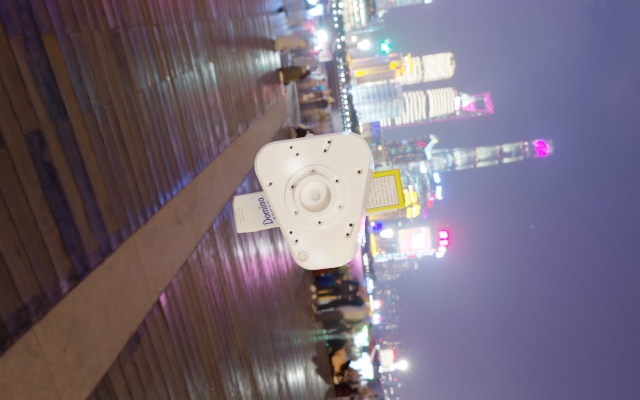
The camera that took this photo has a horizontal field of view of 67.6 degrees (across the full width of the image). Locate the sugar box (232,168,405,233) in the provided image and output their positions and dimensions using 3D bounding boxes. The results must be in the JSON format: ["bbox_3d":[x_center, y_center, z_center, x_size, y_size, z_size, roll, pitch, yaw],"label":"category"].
[{"bbox_3d":[0.000,0.001,0.527,0.176,0.048,0.093,-7,-3,5],"label":"sugar box"}]
